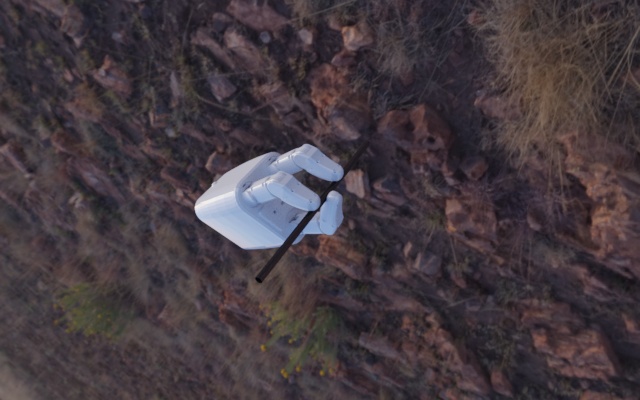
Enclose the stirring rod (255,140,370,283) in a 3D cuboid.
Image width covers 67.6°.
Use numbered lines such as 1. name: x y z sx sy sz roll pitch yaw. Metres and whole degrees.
1. stirring rod: 0.000 0.002 0.527 0.011 0.011 0.239 0 38 38
